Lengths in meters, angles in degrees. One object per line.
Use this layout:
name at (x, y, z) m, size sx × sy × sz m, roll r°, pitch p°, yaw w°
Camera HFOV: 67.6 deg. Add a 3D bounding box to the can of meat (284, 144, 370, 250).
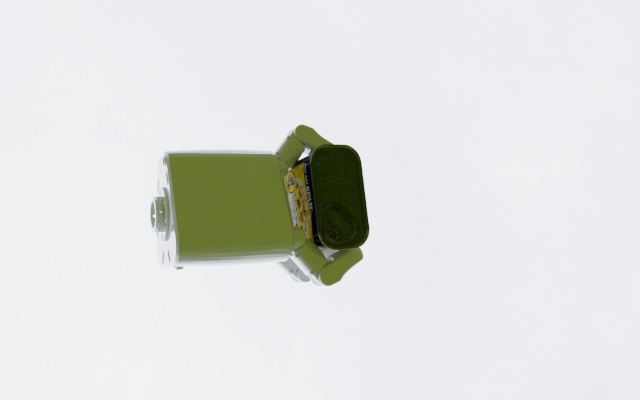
can of meat at (0.000, 0.002, 0.491) m, size 0.057 × 0.102 × 0.084 m, roll -4°, pitch -6°, yaw -29°
